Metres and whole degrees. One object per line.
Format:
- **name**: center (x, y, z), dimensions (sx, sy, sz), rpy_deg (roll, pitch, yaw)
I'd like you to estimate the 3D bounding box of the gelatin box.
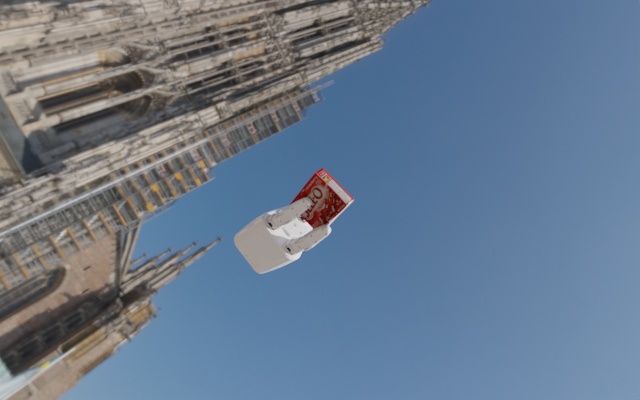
- **gelatin box**: center (0.001, 0.002, 0.783), dimensions (0.089, 0.073, 0.030), rpy_deg (-48, -6, 39)
